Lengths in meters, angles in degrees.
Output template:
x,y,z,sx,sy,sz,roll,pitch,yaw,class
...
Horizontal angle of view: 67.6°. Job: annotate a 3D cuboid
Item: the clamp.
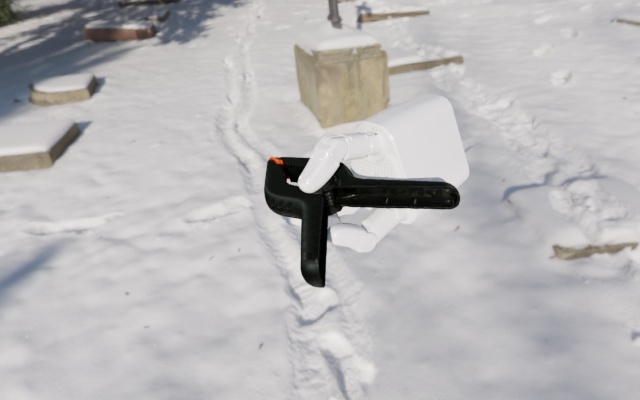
x,y,z,sx,sy,sz,roll,pitch,yaw,class
0.000,0.001,0.458,0.164,0.036,0.210,-30,35,-31,clamp
